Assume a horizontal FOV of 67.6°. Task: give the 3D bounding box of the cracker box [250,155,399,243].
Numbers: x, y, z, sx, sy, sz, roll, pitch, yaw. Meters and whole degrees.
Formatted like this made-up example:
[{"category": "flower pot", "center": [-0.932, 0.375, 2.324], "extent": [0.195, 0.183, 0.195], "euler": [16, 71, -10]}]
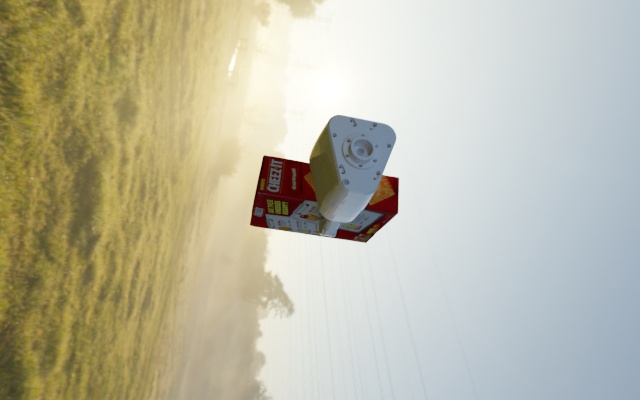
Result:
[{"category": "cracker box", "center": [0.000, 0.003, 0.779], "extent": [0.214, 0.072, 0.164], "euler": [9, -22, -9]}]
